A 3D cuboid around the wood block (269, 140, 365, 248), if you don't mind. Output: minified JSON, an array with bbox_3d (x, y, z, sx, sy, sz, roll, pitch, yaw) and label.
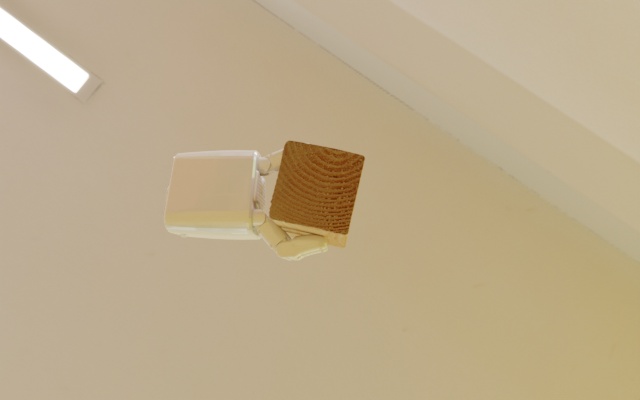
[{"bbox_3d":[0.000,0.002,0.609,0.090,0.091,0.206,12,-8,4],"label":"wood block"}]
